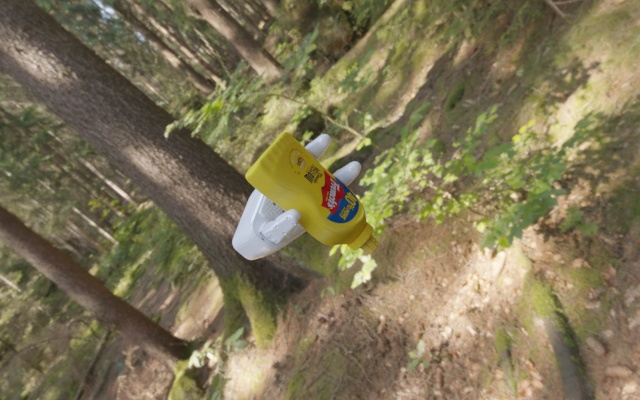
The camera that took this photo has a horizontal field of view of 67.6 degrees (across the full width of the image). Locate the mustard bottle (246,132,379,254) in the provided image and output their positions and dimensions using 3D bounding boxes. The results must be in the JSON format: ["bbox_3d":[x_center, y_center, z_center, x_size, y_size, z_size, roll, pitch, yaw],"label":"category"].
[{"bbox_3d":[0.000,0.002,0.616,0.058,0.191,0.096,-42,11,35],"label":"mustard bottle"}]
